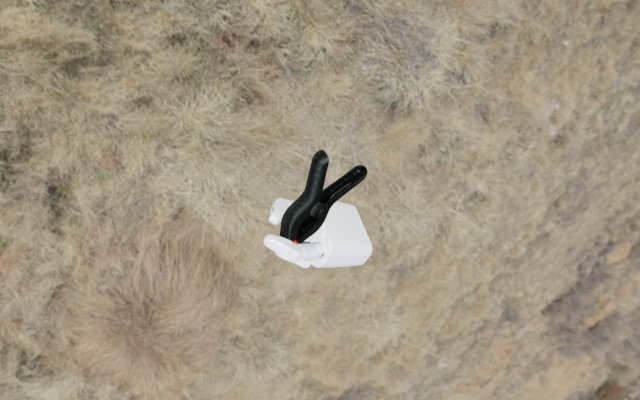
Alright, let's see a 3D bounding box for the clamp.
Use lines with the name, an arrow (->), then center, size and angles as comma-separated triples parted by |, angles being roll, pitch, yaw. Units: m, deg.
clamp -> 0.000, 0.003, 0.721 | 0.120, 0.171, 0.039 | 7, 35, -43
